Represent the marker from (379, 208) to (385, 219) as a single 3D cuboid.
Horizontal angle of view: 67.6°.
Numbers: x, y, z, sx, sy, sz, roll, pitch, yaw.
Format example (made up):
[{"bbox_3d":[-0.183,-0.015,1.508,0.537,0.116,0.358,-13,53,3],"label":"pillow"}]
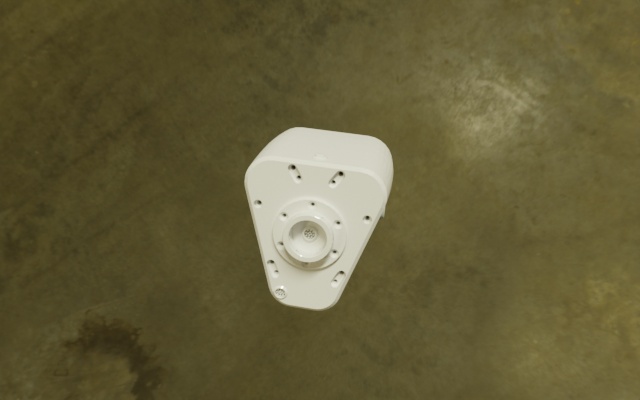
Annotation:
[{"bbox_3d":[0.000,0.001,0.450,0.121,0.020,0.020,7,1,6],"label":"marker"}]
